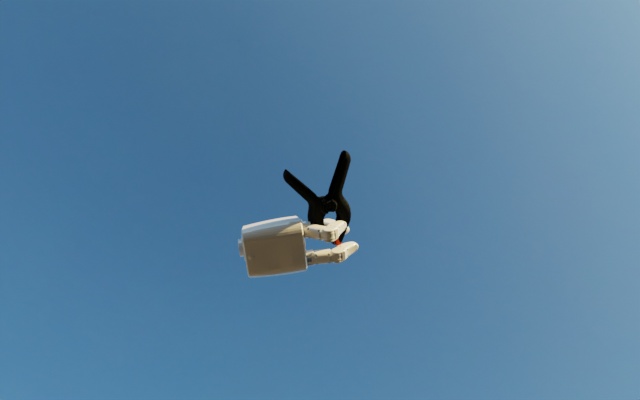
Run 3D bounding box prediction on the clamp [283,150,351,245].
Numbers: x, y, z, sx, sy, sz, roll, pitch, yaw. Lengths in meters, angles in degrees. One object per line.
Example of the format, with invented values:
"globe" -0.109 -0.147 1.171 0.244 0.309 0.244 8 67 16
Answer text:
"clamp" 0.000 0.003 0.838 0.120 0.171 0.039 -9 20 -8
